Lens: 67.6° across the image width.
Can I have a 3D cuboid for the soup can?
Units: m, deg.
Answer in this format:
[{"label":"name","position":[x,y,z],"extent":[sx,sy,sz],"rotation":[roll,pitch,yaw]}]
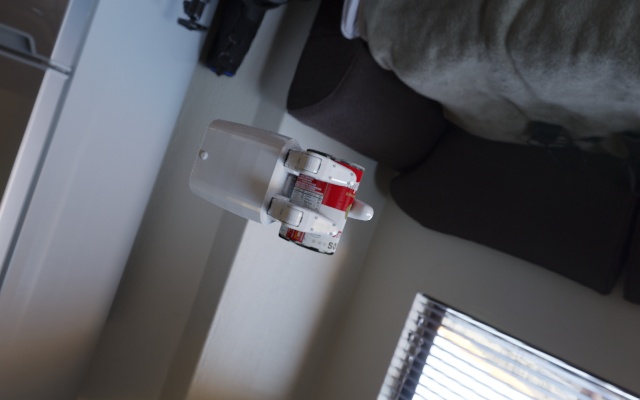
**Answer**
[{"label":"soup can","position":[0.000,0.002,0.529],"extent":[0.068,0.102,0.068],"rotation":[19,1,0]}]
